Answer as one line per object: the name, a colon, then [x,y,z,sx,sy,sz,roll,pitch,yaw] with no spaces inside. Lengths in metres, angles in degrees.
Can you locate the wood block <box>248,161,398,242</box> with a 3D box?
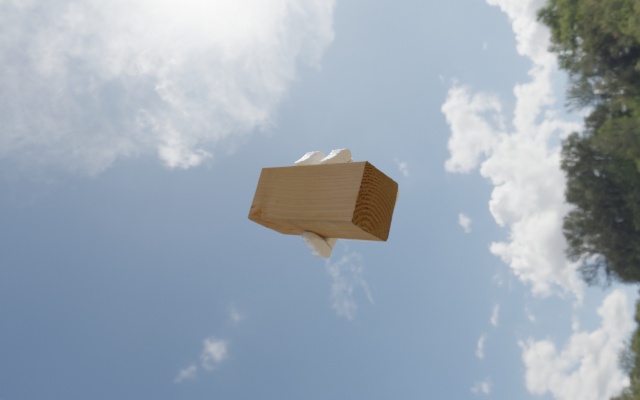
wood block: [0.000,0.003,0.718,0.206,0.090,0.090,0,-21,41]
